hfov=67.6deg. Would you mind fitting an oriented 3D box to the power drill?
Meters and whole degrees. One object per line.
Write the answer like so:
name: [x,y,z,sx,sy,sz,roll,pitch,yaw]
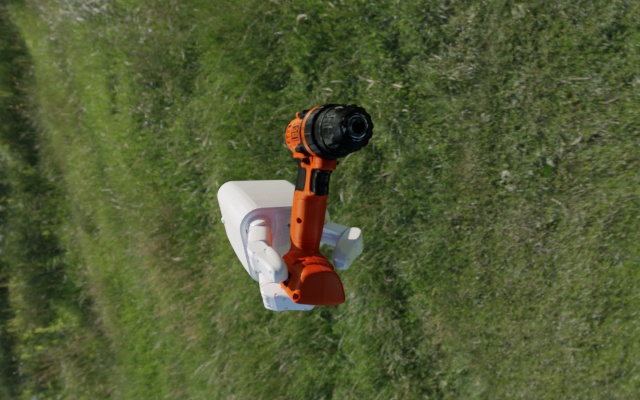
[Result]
power drill: [0.000,0.002,0.466,0.057,0.187,0.184,5,4,-14]
